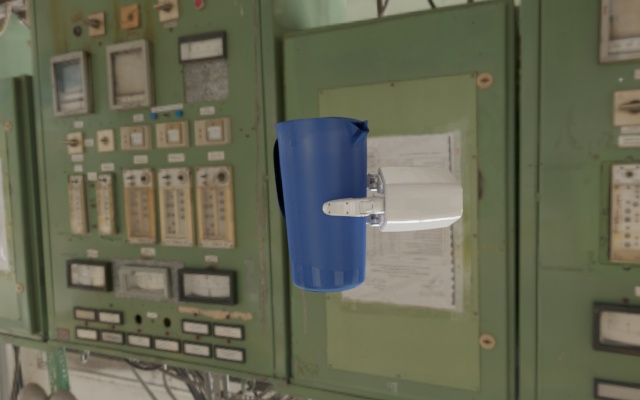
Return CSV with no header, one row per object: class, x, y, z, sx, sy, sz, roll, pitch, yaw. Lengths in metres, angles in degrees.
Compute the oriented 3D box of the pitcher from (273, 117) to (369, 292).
pitcher,0.000,0.002,0.699,0.145,0.243,0.149,-2,3,0
